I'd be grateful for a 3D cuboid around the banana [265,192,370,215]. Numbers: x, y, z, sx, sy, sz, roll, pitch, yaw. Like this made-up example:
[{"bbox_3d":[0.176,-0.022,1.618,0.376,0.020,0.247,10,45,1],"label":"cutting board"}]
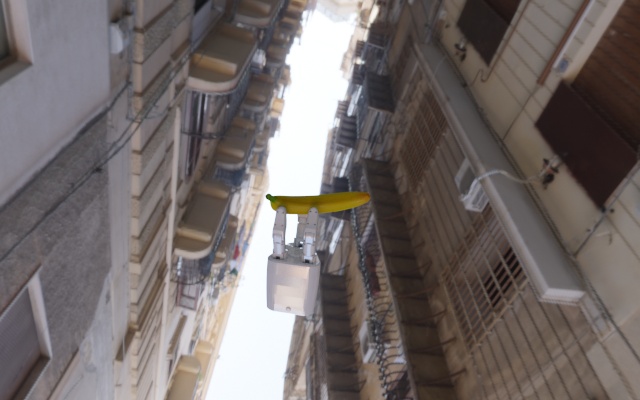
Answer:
[{"bbox_3d":[-0.009,0.005,0.880,0.198,0.037,0.069,-2,-6,-18],"label":"banana"}]
